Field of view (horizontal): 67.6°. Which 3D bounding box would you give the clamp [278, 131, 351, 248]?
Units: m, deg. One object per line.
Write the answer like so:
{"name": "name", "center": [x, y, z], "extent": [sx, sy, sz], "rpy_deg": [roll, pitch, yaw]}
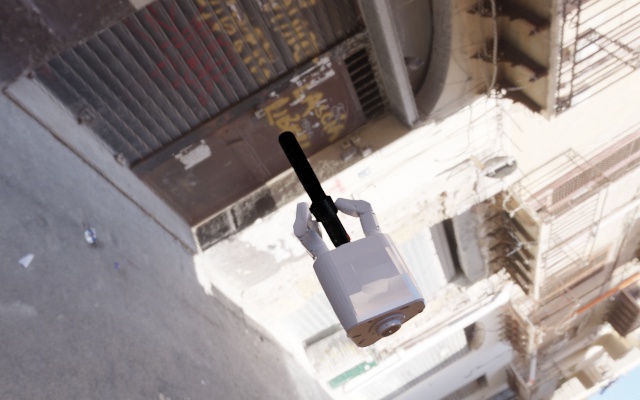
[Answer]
{"name": "clamp", "center": [0.001, 0.002, 0.709], "extent": [0.036, 0.164, 0.210], "rpy_deg": [-27, -35, 3]}
